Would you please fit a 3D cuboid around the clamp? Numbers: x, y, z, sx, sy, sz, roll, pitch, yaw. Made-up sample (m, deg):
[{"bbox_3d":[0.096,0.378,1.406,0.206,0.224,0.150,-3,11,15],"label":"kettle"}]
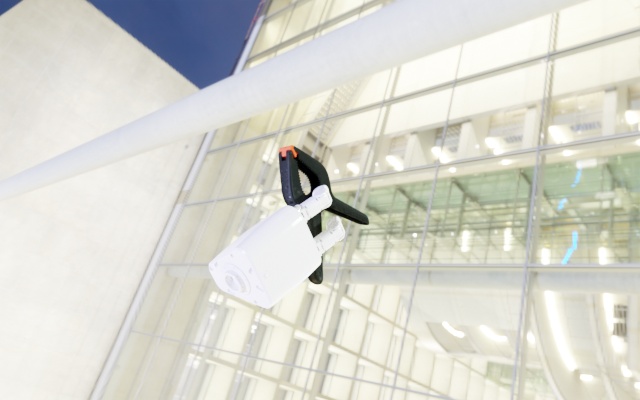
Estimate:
[{"bbox_3d":[-0.001,0.002,0.753,0.036,0.210,0.164,-7,23,44],"label":"clamp"}]
